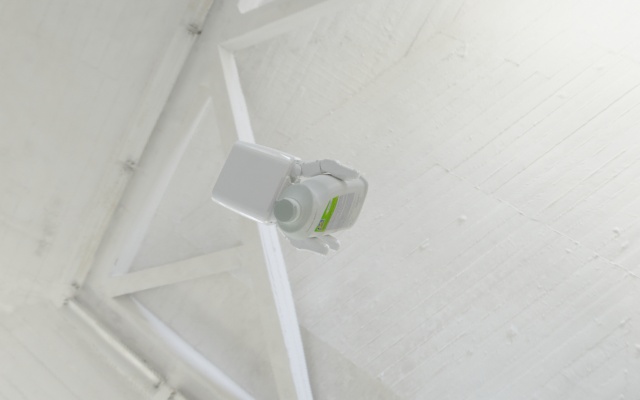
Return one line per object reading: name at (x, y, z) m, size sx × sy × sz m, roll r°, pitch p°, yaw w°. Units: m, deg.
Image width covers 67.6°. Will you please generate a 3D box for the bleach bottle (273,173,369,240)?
bleach bottle at (0.000, 0.002, 0.701) m, size 0.068 × 0.102 × 0.251 m, roll 21°, pitch 8°, yaw 18°
